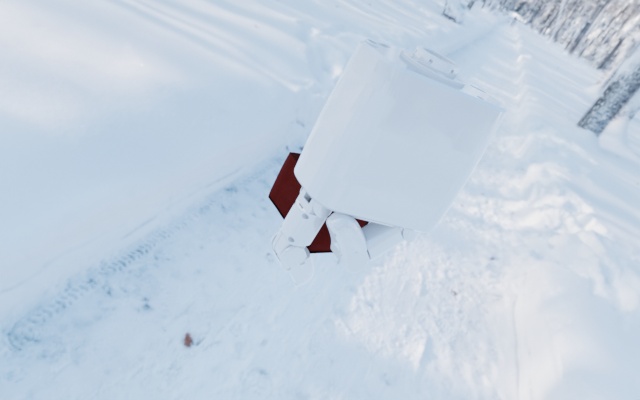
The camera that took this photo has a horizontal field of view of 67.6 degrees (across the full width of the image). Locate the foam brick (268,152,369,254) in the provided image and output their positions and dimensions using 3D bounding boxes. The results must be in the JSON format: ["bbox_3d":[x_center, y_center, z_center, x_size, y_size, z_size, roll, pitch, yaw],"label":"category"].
[{"bbox_3d":[0.000,0.001,0.412,0.053,0.051,0.078,2,36,-38],"label":"foam brick"}]
